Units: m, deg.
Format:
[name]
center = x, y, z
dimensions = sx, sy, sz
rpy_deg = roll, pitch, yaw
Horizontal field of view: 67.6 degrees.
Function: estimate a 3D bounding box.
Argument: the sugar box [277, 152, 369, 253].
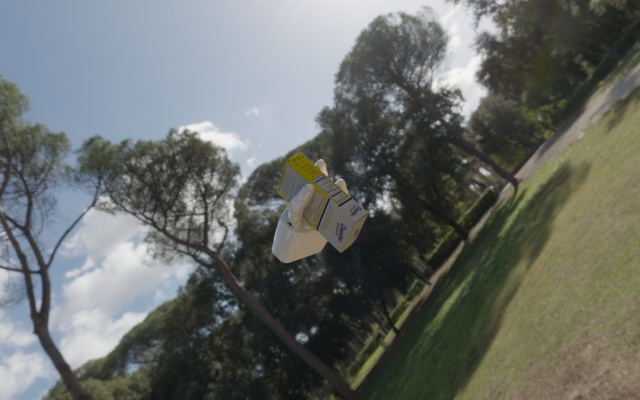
[sugar box]
center = 0.000, 0.003, 0.872
dimensions = 0.176, 0.093, 0.048
rpy_deg = 41, 50, 18
